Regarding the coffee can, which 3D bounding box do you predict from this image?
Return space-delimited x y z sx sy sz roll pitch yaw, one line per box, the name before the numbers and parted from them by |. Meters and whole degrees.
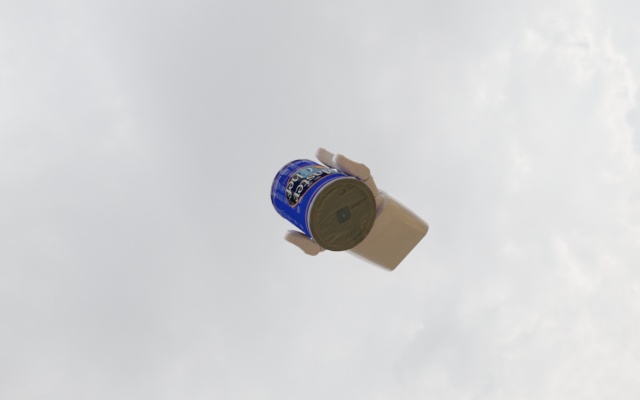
coffee can | 0.000 0.002 0.691 0.103 0.103 0.140 0 15 -28
